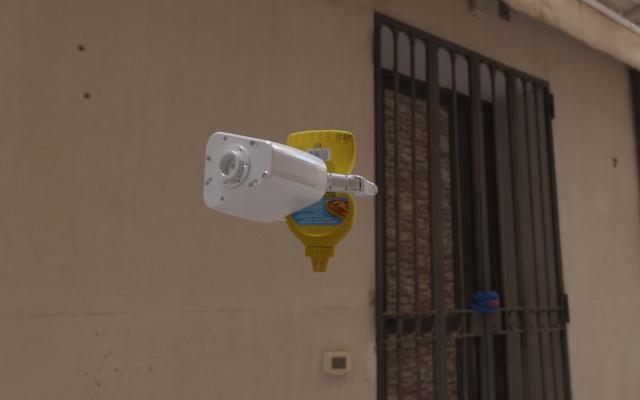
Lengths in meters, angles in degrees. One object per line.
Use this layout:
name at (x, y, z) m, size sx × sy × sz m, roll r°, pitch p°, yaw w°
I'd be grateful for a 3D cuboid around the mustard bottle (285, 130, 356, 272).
mustard bottle at (0.000, 0.002, 0.659) m, size 0.096 × 0.191 × 0.058 m, roll 0°, pitch -10°, yaw 7°
